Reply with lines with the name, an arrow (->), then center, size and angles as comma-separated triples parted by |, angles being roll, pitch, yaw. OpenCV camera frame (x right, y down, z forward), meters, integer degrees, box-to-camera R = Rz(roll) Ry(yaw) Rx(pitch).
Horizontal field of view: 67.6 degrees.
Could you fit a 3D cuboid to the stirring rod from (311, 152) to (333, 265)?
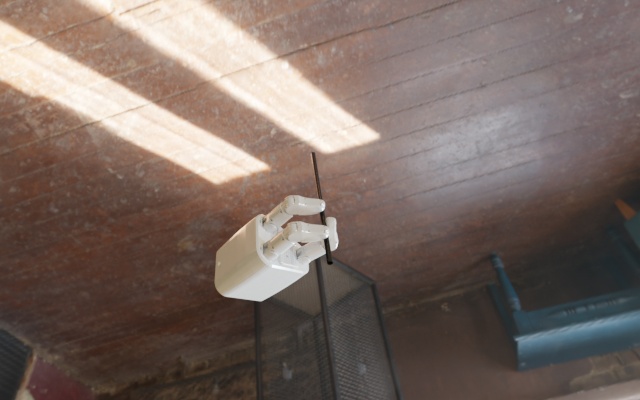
stirring rod -> 0.000, 0.002, 0.734 | 0.011, 0.011, 0.239 | 0, 43, -9
